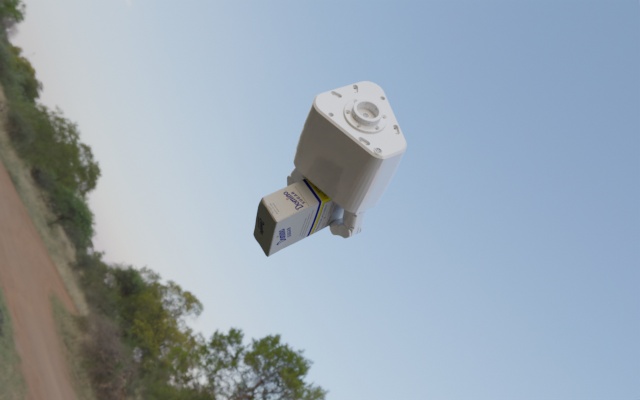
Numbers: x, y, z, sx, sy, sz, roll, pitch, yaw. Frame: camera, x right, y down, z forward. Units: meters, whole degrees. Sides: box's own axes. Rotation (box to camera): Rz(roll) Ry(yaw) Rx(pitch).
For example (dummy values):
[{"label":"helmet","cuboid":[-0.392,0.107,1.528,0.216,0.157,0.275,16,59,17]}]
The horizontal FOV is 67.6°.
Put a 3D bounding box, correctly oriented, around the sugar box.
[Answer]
[{"label":"sugar box","cuboid":[0.000,0.002,0.625,0.176,0.048,0.093,-22,-25,-27]}]
